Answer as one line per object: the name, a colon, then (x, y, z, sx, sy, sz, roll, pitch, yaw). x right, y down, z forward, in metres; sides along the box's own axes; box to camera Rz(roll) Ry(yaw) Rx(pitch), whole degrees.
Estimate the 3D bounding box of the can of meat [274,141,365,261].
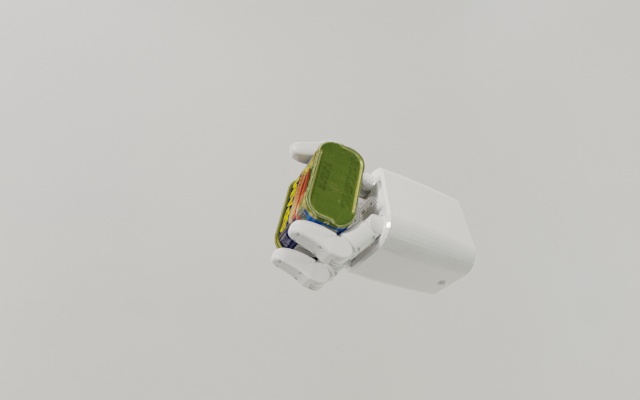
can of meat: (0.000, 0.001, 0.487, 0.057, 0.102, 0.084, 23, -37, -13)
